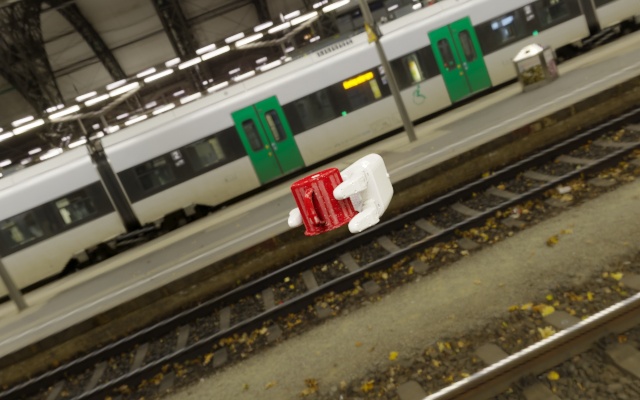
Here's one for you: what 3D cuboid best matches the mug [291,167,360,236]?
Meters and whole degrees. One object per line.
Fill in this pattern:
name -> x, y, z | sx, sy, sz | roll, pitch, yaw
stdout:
mug -> 0.000, 0.003, 0.734 | 0.093, 0.081, 0.117 | -18, 9, 22
